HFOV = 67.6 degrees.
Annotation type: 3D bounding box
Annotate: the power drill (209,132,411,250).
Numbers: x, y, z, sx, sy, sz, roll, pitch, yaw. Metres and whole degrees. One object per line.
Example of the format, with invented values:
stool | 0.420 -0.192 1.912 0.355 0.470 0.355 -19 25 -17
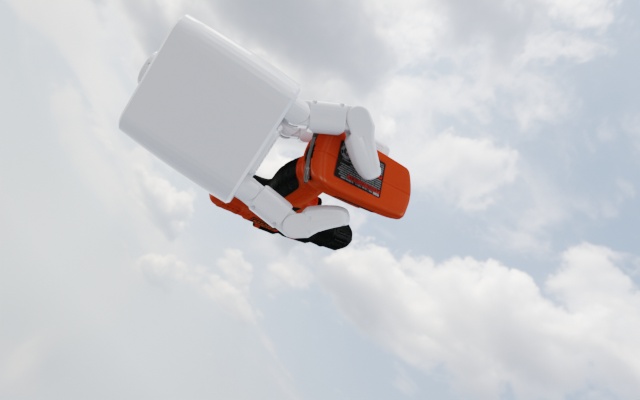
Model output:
power drill | 0.000 0.001 0.487 0.184 0.057 0.188 23 -25 -30
